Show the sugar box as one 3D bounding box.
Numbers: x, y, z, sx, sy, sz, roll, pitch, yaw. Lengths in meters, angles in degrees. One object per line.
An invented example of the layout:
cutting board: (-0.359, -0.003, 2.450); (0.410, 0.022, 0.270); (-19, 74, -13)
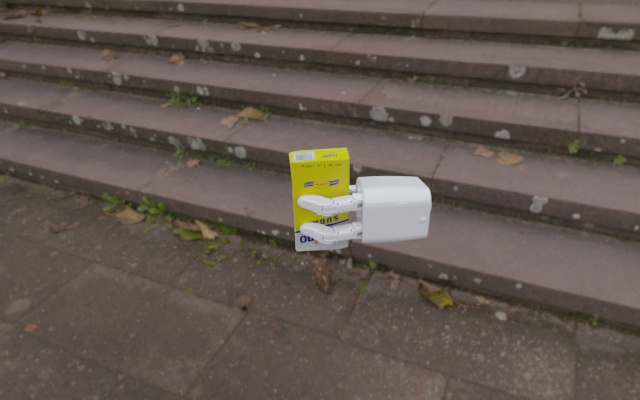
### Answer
sugar box: (0.000, 0.003, 0.784); (0.093, 0.176, 0.048); (-4, 31, -2)
